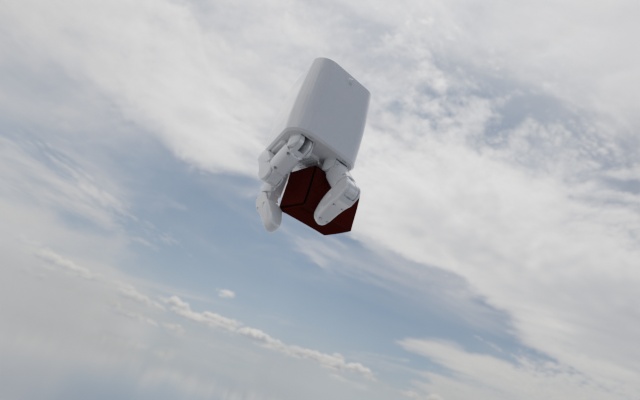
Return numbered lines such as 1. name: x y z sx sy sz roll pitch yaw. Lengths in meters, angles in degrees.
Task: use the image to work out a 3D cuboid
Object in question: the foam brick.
1. foam brick: 0.000 0.002 0.575 0.078 0.051 0.053 32 -27 -33
